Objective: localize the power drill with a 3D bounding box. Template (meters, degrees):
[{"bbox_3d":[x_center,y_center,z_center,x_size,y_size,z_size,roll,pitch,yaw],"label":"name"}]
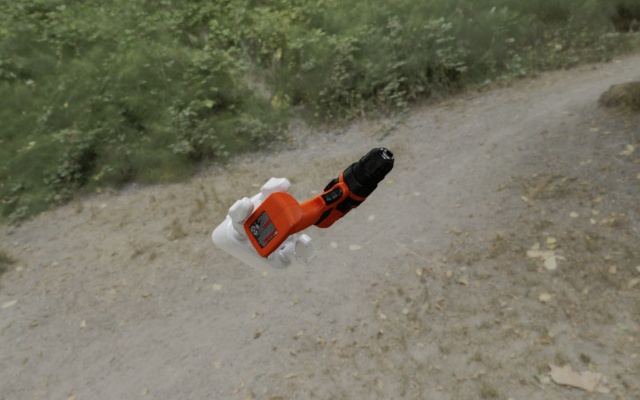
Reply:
[{"bbox_3d":[0.000,0.002,0.656,0.187,0.057,0.184,-20,-19,-44],"label":"power drill"}]
